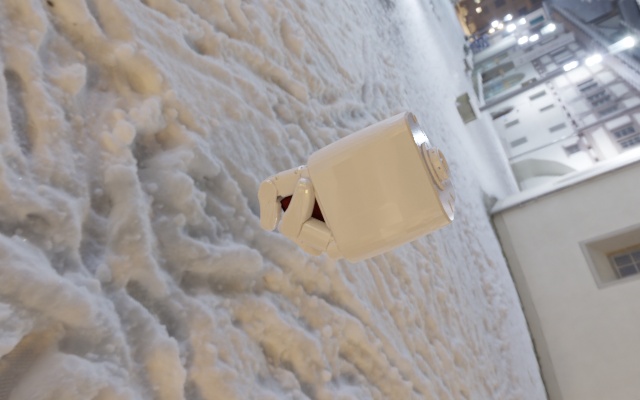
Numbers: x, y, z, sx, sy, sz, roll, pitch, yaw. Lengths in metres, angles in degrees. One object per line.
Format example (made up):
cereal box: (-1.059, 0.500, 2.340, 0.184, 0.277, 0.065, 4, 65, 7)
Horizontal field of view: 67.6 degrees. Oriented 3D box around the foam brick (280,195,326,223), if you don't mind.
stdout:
foam brick: (0.000, 0.002, 0.524, 0.051, 0.053, 0.078, -24, 12, 24)
